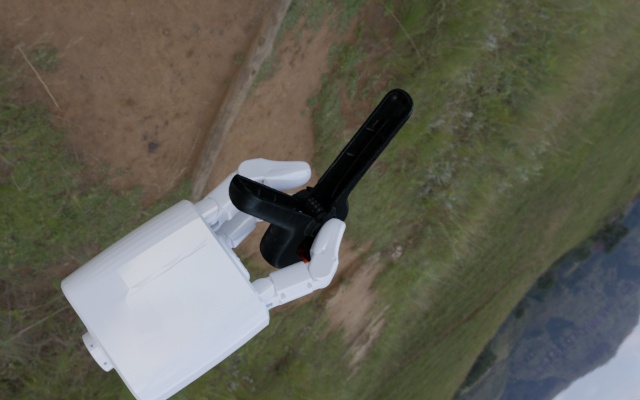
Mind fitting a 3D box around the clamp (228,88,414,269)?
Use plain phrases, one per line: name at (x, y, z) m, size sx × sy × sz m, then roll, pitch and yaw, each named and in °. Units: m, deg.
clamp at (0.000, 0.002, 0.411) m, size 0.164 × 0.036 × 0.210 m, roll -34°, pitch -21°, yaw -21°
